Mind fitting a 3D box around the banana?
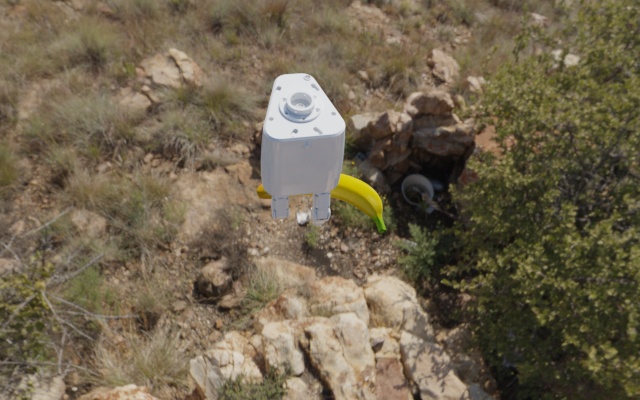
[{"bbox_3d":[0.008,-0.012,0.702,0.198,0.069,0.037,15,-31,3],"label":"banana"}]
